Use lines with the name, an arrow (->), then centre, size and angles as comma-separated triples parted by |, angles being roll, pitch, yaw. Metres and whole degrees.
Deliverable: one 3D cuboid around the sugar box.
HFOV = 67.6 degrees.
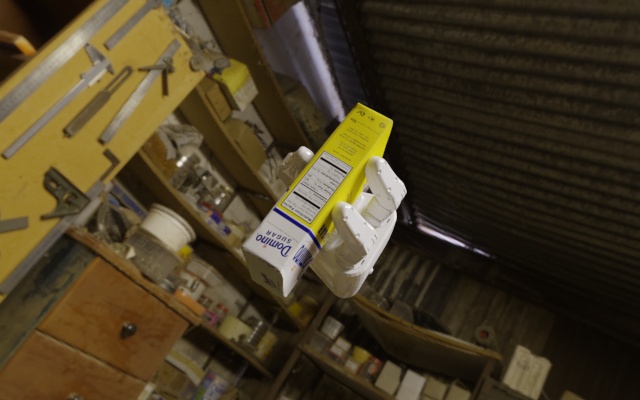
sugar box -> 0.001, 0.002, 0.444 | 0.048, 0.176, 0.093 | 30, -22, 12
